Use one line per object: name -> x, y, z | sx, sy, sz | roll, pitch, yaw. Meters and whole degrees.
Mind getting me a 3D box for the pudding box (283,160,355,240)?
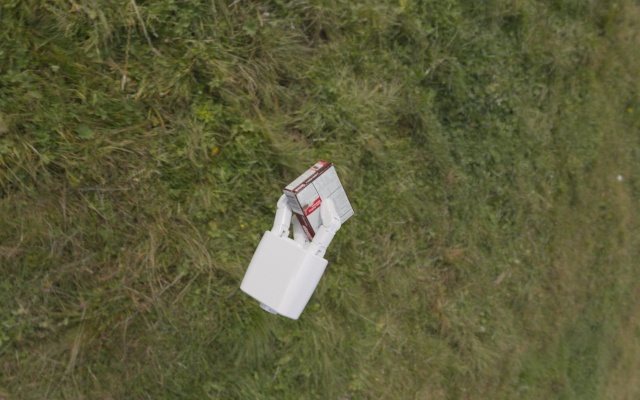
pudding box -> 0.000, 0.003, 0.808 | 0.090, 0.114, 0.039 | -40, 35, -22
